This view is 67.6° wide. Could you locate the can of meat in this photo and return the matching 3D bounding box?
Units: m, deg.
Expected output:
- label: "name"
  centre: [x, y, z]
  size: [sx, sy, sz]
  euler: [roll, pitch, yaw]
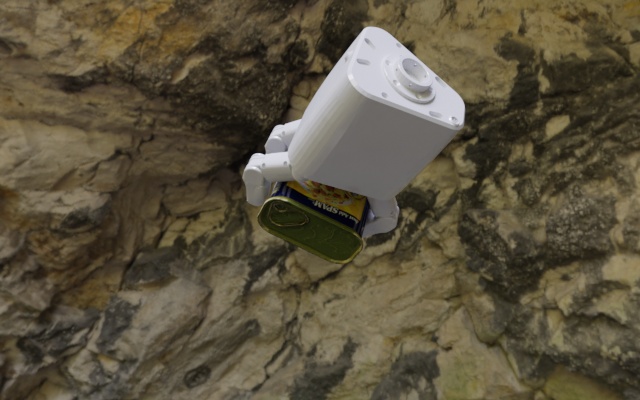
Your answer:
- label: "can of meat"
  centre: [0.000, 0.001, 0.478]
  size: [0.102, 0.084, 0.057]
  euler: [26, -40, -7]
